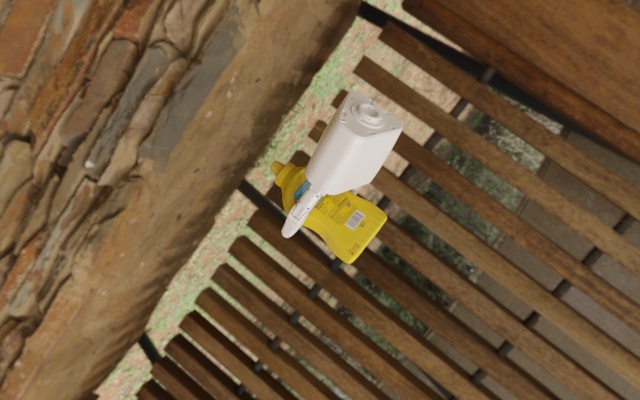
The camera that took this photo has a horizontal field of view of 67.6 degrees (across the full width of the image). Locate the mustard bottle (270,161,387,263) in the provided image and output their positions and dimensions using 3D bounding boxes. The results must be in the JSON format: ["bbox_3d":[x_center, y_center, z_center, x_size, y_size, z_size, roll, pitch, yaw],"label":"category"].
[{"bbox_3d":[0.000,0.003,0.730,0.191,0.096,0.058,38,-25,9],"label":"mustard bottle"}]
